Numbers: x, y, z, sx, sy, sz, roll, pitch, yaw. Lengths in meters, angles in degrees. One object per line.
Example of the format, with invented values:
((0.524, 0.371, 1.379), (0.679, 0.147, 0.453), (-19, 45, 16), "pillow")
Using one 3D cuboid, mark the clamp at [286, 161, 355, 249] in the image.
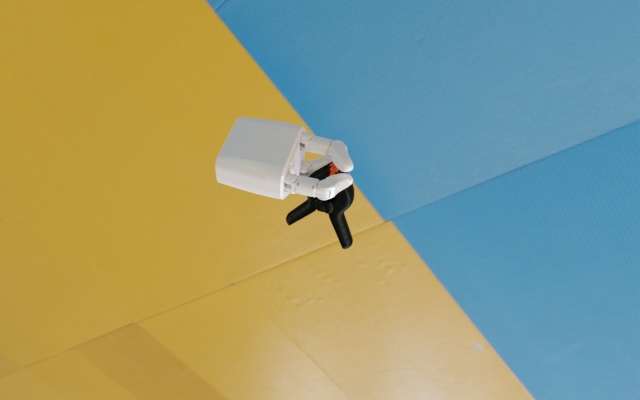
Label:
((0.000, 0.003, 0.764), (0.120, 0.172, 0.039), (12, 41, 10), "clamp")
